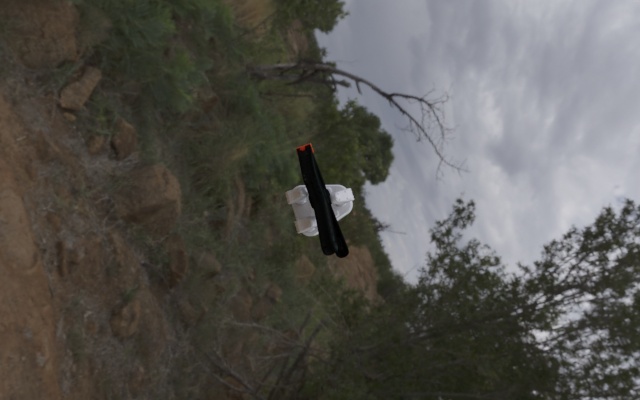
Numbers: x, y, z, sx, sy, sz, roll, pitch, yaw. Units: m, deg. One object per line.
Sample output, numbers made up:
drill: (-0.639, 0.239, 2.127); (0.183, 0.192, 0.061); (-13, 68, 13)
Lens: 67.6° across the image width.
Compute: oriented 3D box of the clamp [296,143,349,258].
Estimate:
clamp: (0.001, 0.002, 0.808); (0.036, 0.210, 0.164); (-19, -4, 6)
